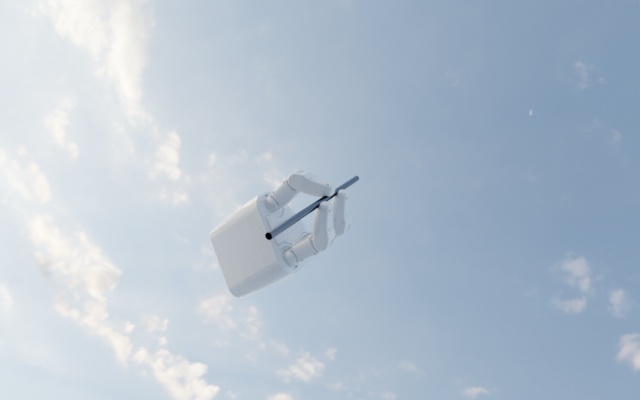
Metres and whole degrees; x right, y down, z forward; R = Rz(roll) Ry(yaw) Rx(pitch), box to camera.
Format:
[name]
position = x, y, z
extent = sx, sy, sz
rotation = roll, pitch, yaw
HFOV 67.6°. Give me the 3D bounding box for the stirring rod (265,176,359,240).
[stirring rod]
position = 0.000, 0.002, 0.570
extent = 0.011, 0.011, 0.239
rotation = 0, 16, 26
